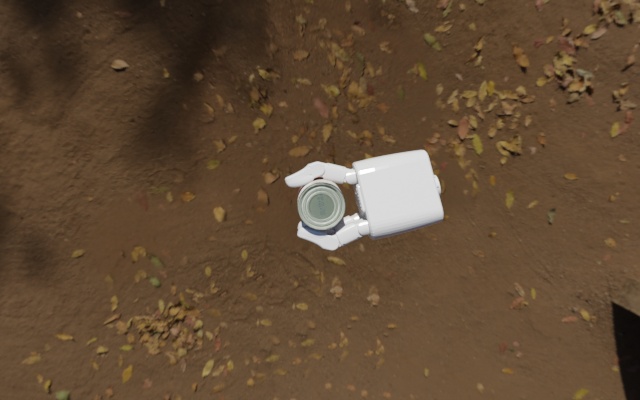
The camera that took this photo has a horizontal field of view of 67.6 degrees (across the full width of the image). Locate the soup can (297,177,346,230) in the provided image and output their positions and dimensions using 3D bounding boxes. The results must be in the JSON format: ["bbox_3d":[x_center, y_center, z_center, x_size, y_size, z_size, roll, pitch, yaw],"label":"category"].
[{"bbox_3d":[0.000,0.002,0.693,0.068,0.068,0.102,0,8,-2],"label":"soup can"}]
